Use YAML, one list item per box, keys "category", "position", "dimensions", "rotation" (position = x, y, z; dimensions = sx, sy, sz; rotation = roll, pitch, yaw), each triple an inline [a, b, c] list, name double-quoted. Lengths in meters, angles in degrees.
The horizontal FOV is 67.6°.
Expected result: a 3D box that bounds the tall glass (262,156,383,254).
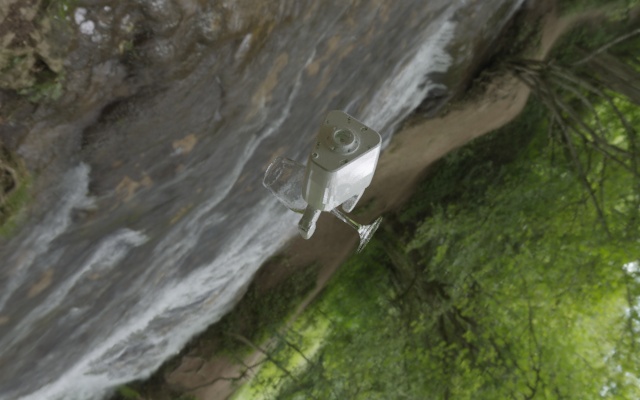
- category: "tall glass"
  position: [0.001, 0.003, 0.800]
  dimensions: [0.201, 0.079, 0.079]
  rotation: [33, 8, 13]
